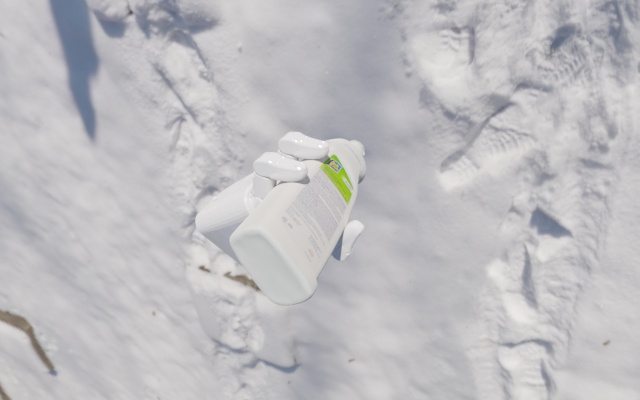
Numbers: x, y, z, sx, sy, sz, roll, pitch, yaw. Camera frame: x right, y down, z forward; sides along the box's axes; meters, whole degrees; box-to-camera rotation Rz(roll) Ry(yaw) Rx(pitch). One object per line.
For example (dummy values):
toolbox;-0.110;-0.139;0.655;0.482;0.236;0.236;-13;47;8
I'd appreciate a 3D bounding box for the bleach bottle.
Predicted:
bleach bottle;0.000;0.002;0.564;0.068;0.102;0.250;-21;19;38
